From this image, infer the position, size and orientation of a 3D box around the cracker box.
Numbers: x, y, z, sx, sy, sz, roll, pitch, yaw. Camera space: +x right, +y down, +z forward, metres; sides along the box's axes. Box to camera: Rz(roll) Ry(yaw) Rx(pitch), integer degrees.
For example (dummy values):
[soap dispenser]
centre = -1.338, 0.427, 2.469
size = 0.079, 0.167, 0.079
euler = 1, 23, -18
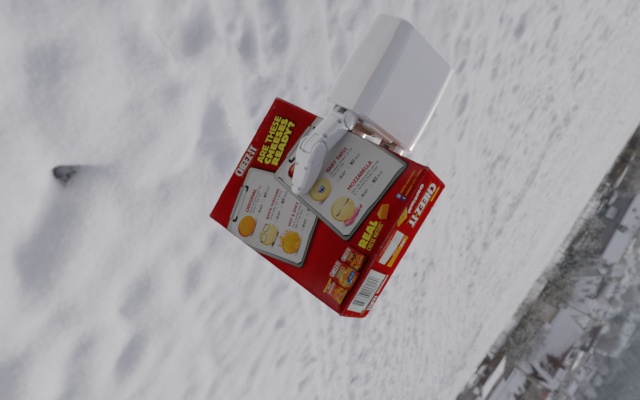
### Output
[cracker box]
centre = 0.000, 0.002, 0.526
size = 0.213, 0.164, 0.072
euler = 31, 1, 34
